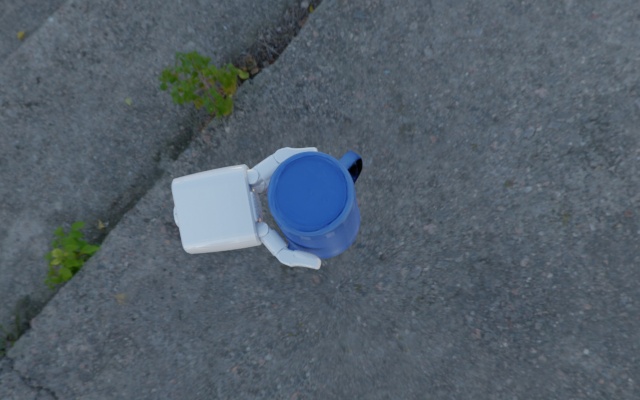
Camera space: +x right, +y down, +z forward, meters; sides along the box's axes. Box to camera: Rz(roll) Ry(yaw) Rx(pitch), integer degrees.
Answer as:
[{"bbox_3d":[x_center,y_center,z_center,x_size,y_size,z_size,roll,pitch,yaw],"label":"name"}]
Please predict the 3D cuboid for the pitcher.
[{"bbox_3d":[0.000,0.002,0.692,0.145,0.149,0.243,-7,-10,1],"label":"pitcher"}]
